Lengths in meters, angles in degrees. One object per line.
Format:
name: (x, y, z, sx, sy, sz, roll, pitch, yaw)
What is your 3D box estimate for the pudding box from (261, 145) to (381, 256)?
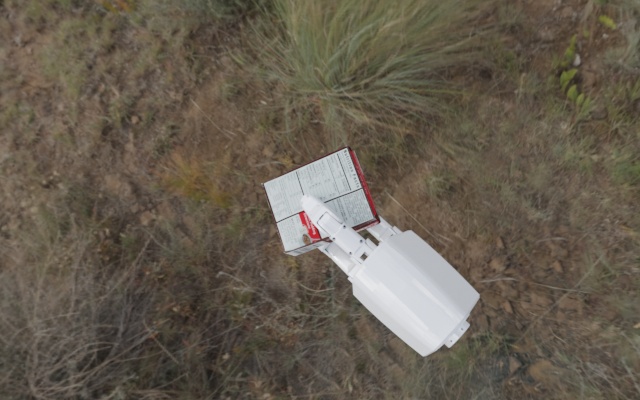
pudding box: (0.000, 0.002, 0.537, 0.113, 0.090, 0.039, -22, -14, 11)
